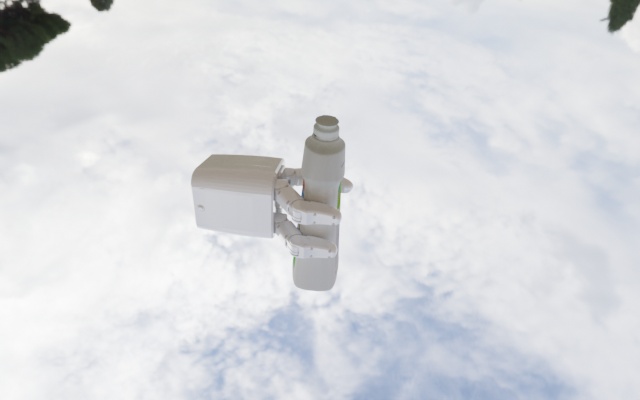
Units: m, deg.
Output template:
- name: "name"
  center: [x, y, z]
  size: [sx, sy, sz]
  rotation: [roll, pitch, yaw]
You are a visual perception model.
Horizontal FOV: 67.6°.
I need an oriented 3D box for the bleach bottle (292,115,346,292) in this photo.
- name: "bleach bottle"
  center: [0.000, 0.002, 0.636]
  size: [0.068, 0.251, 0.102]
  rotation: [5, 37, 0]
